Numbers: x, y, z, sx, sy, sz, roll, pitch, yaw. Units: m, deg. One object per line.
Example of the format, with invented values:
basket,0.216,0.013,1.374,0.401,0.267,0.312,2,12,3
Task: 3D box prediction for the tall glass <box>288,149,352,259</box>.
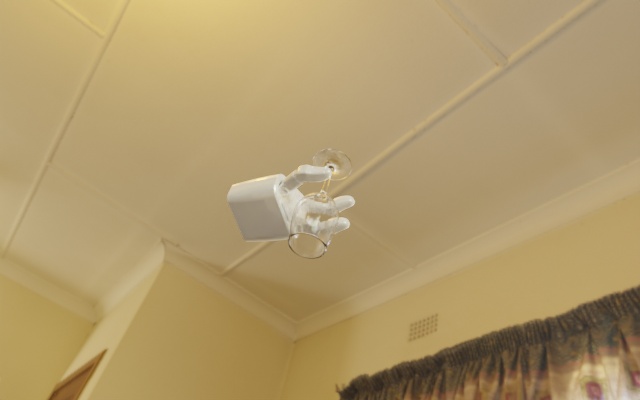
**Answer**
tall glass,0.000,0.002,0.814,0.079,0.079,0.201,0,44,17
